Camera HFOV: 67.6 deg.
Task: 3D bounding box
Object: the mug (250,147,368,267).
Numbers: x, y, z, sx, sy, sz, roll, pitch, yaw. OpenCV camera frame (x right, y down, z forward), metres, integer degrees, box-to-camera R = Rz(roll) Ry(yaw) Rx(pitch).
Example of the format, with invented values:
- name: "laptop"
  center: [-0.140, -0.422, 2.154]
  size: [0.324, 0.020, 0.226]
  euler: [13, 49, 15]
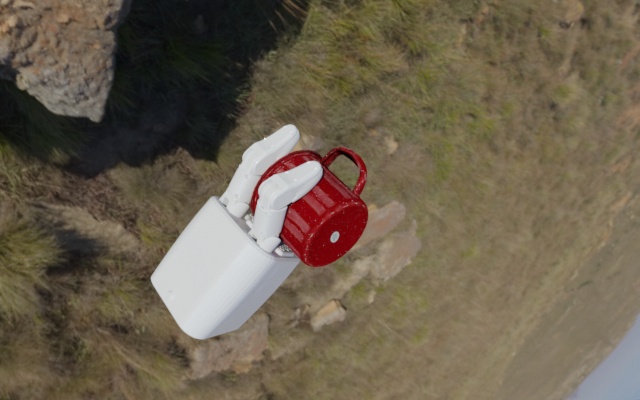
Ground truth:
- name: "mug"
  center: [0.001, 0.001, 0.466]
  size: [0.081, 0.117, 0.093]
  euler: [44, 6, 33]
